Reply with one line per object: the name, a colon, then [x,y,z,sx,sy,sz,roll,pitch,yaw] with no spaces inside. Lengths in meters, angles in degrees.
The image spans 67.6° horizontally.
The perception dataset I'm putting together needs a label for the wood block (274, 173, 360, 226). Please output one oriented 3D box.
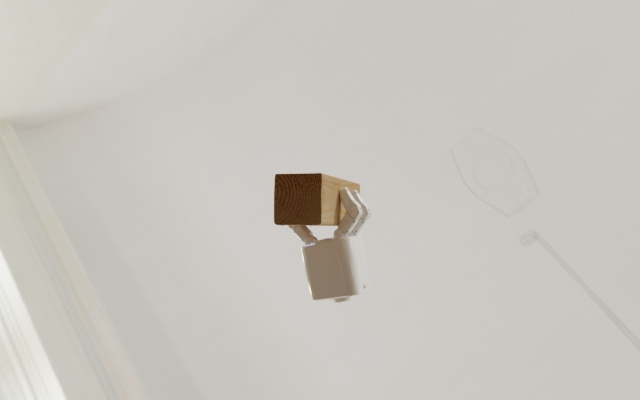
wood block: [0.000,0.003,0.897,0.091,0.090,0.206,-1,-4,22]
